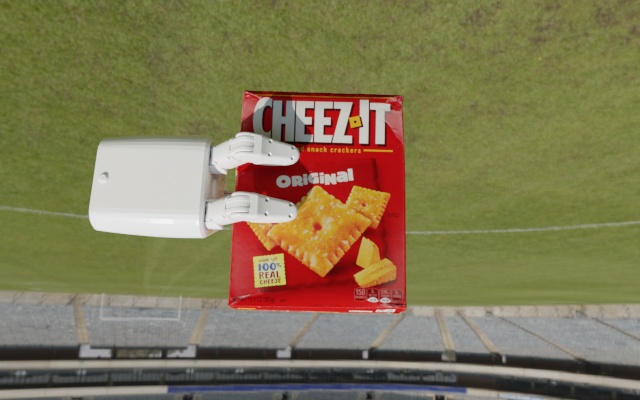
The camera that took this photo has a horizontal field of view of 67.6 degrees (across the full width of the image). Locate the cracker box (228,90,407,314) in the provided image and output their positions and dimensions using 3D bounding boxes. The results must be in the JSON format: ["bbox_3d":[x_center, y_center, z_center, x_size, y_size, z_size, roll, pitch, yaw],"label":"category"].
[{"bbox_3d":[0.000,0.002,0.476,0.164,0.213,0.072,2,-13,0],"label":"cracker box"}]
